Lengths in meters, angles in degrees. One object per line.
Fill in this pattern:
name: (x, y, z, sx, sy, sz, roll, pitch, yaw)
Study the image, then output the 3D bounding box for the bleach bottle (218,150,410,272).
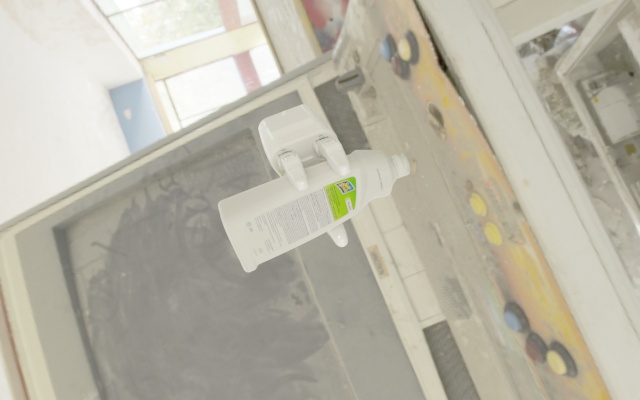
bleach bottle: (0.000, 0.002, 0.632, 0.251, 0.103, 0.068, -21, 38, -6)
